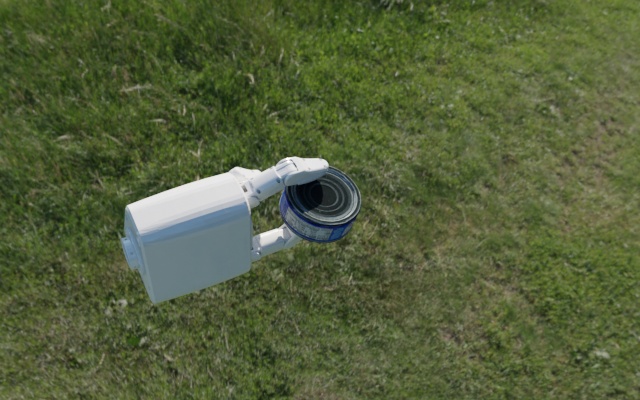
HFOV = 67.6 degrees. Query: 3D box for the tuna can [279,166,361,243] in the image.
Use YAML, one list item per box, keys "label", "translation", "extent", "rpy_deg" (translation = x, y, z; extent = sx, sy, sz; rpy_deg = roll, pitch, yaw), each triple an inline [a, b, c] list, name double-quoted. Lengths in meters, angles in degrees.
- label: "tuna can"
  translation: [0.000, 0.001, 0.518]
  extent: [0.086, 0.086, 0.034]
  rpy_deg: [0, -37, -19]
